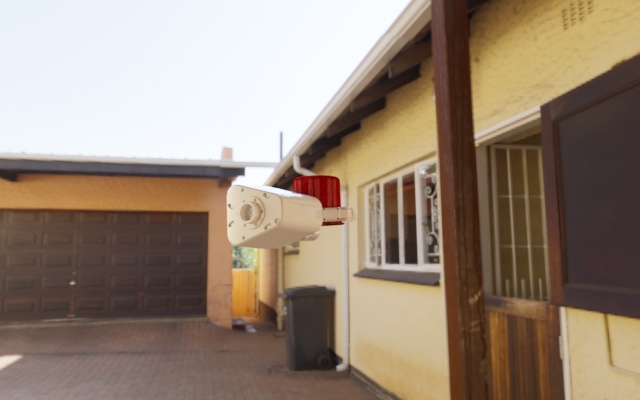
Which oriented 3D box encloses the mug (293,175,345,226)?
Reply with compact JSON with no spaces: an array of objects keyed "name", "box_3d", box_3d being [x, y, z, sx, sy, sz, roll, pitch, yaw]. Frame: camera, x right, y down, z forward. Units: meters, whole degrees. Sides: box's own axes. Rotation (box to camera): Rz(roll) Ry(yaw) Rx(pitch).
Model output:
[{"name":"mug","box_3d":[0.001,0.003,0.829,0.093,0.081,0.117,-5,-6,29]}]
